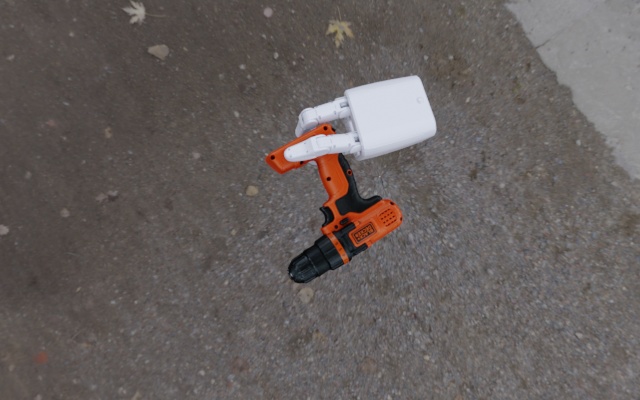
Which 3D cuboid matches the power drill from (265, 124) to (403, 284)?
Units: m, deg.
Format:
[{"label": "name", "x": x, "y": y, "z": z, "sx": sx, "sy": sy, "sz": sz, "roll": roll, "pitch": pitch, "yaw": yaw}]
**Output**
[{"label": "power drill", "x": 0.000, "y": 0.002, "z": 0.677, "sx": 0.184, "sy": 0.187, "sz": 0.057, "roll": -31, "pitch": 4, "yaw": -10}]
